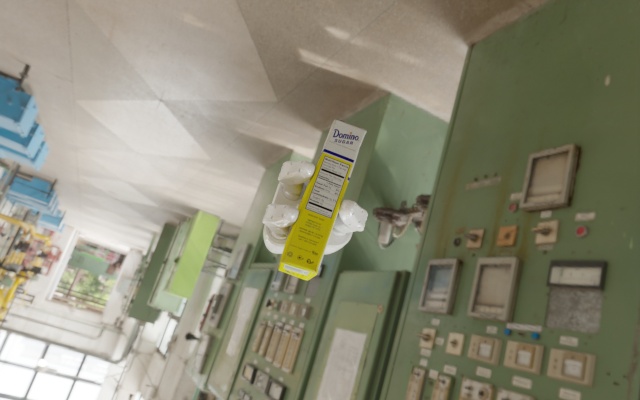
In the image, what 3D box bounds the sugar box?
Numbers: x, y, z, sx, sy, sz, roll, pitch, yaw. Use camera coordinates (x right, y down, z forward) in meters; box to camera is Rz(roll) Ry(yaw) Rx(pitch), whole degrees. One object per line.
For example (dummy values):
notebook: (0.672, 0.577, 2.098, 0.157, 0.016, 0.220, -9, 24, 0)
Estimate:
sugar box: (0.000, 0.002, 0.563, 0.048, 0.176, 0.093, 18, -15, -3)
